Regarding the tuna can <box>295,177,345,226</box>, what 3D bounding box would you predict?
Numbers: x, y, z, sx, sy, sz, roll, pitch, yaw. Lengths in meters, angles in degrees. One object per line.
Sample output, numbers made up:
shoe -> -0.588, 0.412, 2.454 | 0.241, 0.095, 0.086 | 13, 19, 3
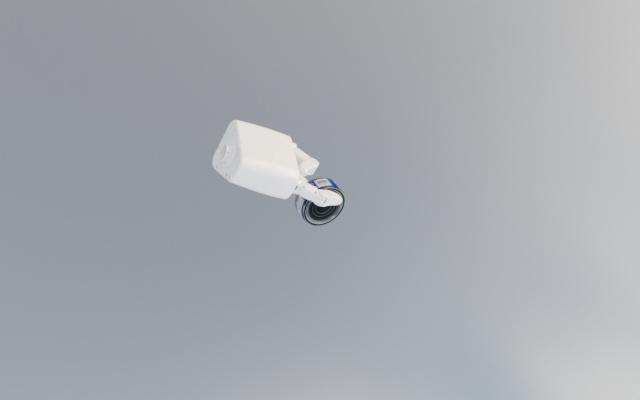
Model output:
tuna can -> 0.000, 0.003, 0.849 | 0.086, 0.086, 0.033 | 0, 34, -31
